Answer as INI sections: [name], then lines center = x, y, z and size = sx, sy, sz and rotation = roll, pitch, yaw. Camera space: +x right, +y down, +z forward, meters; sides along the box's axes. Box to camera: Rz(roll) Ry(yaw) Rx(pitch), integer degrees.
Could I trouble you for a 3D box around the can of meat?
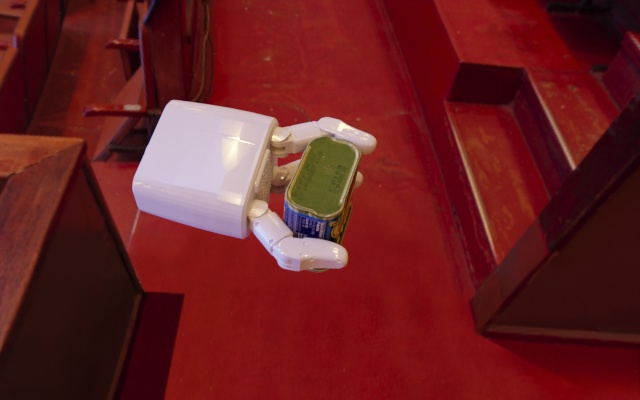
[can of meat]
center = 0.000, 0.001, 0.451
size = 0.057, 0.102, 0.084
rotation = 15, -40, 7
